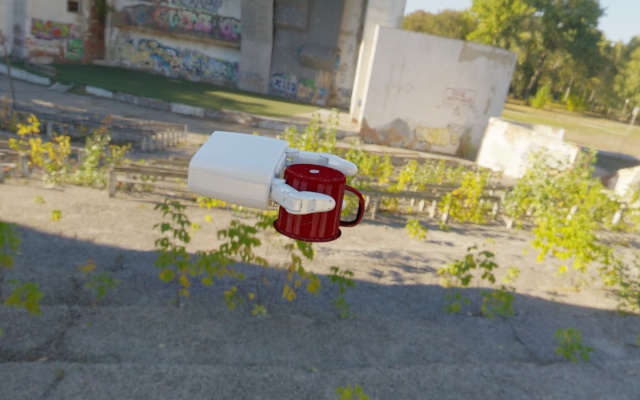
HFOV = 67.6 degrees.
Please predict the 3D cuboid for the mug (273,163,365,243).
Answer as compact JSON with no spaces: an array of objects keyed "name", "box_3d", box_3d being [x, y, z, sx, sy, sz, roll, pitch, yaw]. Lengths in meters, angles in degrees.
[{"name":"mug","box_3d":[0.002,0.002,0.626,0.117,0.081,0.093,10,17,4]}]
